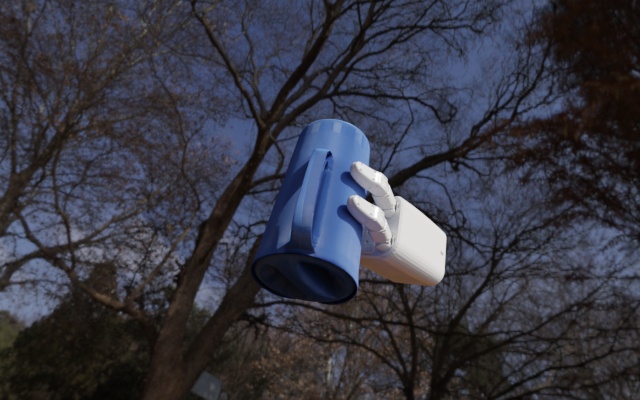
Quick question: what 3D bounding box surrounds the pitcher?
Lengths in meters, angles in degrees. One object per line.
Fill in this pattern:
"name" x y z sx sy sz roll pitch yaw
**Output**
"pitcher" 0.000 0.002 0.637 0.145 0.242 0.149 34 -40 -28
